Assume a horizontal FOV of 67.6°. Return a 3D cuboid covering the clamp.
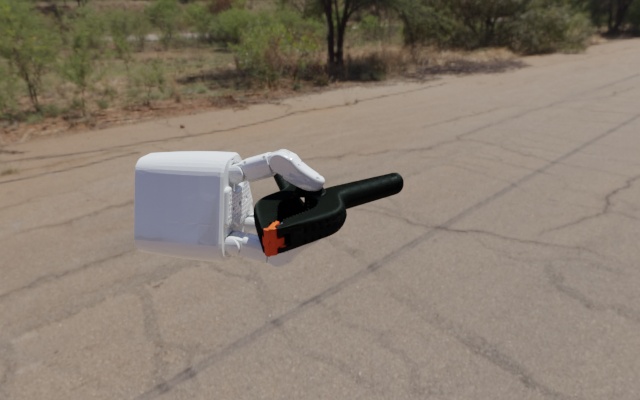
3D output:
[{"bbox_3d":[0.000,0.001,0.507,0.164,0.036,0.210,3,21,13],"label":"clamp"}]
